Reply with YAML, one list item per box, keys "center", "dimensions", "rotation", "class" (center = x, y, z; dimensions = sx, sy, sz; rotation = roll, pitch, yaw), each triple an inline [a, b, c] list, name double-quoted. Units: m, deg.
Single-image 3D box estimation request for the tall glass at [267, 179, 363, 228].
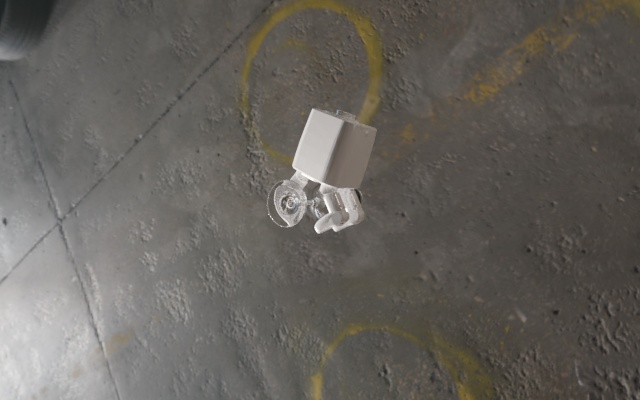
- center: [0.000, 0.003, 0.816]
  dimensions: [0.079, 0.079, 0.201]
  rotation: [0, 1, 32]
  class: "tall glass"
